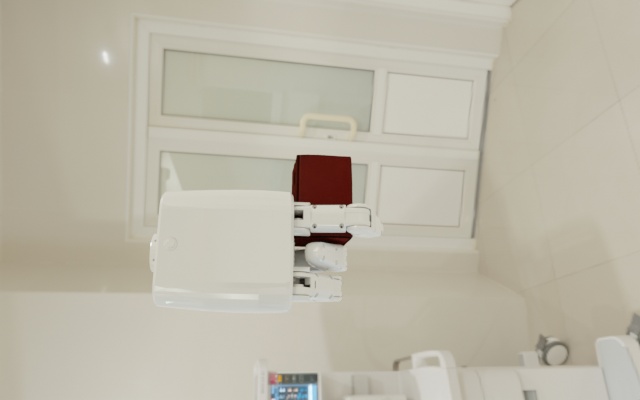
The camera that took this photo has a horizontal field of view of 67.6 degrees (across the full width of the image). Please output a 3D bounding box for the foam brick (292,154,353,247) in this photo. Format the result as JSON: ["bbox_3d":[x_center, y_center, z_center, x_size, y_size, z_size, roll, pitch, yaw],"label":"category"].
[{"bbox_3d":[0.000,0.001,0.443,0.051,0.078,0.053,2,-15,-7],"label":"foam brick"}]
